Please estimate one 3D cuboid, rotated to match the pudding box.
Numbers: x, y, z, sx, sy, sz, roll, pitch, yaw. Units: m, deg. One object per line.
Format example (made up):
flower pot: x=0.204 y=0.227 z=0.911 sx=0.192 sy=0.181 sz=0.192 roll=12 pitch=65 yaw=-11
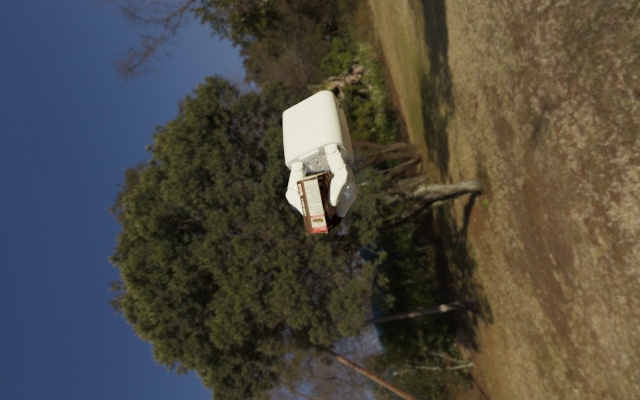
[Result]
pudding box: x=0.000 y=0.003 z=0.774 sx=0.039 sy=0.090 sz=0.113 roll=-11 pitch=4 yaw=16
